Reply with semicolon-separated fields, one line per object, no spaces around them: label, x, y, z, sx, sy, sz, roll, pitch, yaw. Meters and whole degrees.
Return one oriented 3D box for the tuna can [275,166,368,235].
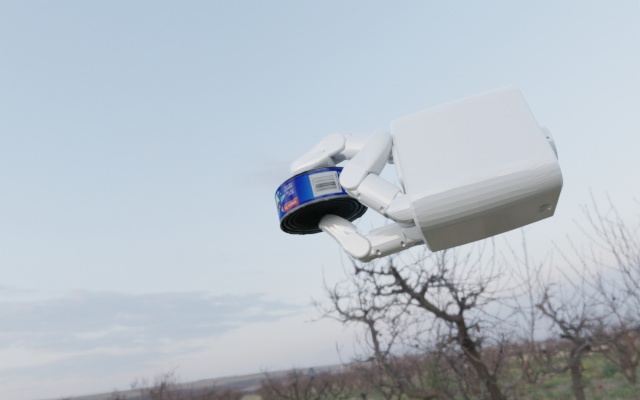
tuna can;0.000;0.001;0.455;0.086;0.033;0.086;-12;-22;-5
